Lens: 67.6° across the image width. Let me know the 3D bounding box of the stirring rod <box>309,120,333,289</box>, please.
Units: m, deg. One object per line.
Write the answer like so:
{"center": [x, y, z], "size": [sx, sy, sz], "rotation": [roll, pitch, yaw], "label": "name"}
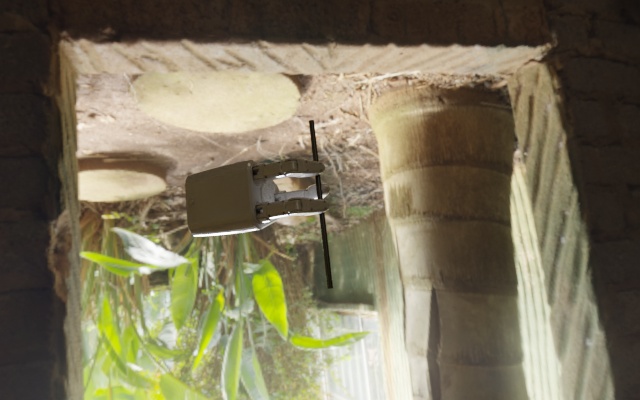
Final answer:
{"center": [0.000, 0.002, 0.670], "size": [0.011, 0.239, 0.011], "rotation": [-6, -10, -1], "label": "stirring rod"}
